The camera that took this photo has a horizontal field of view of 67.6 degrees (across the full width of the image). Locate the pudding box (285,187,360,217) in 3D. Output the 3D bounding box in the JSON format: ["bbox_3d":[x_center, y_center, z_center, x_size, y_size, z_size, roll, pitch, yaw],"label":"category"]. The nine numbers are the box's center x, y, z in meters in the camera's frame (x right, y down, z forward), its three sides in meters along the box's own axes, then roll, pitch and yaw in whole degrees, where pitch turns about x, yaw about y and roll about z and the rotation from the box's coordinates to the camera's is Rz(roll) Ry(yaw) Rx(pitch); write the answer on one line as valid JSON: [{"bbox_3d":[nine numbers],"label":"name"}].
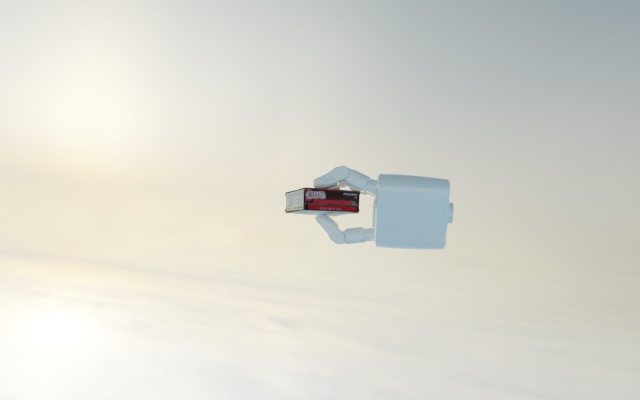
[{"bbox_3d":[0.000,0.003,0.751,0.090,0.039,0.113,4,-6,-19],"label":"pudding box"}]
